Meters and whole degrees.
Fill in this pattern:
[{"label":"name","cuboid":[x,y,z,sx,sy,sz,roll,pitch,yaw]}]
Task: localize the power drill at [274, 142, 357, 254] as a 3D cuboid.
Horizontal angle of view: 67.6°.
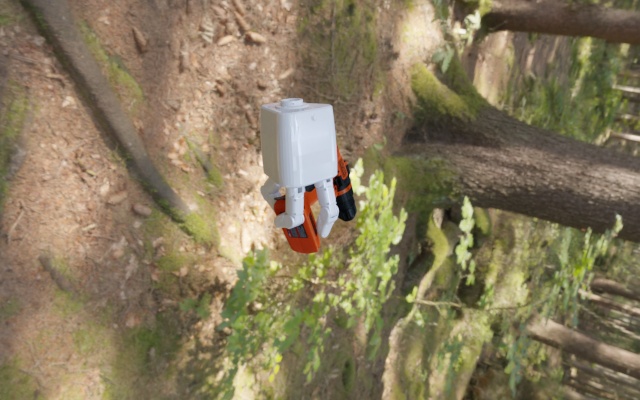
[{"label":"power drill","cuboid":[0.000,0.003,0.820,0.057,0.184,0.187,-3,35,29]}]
